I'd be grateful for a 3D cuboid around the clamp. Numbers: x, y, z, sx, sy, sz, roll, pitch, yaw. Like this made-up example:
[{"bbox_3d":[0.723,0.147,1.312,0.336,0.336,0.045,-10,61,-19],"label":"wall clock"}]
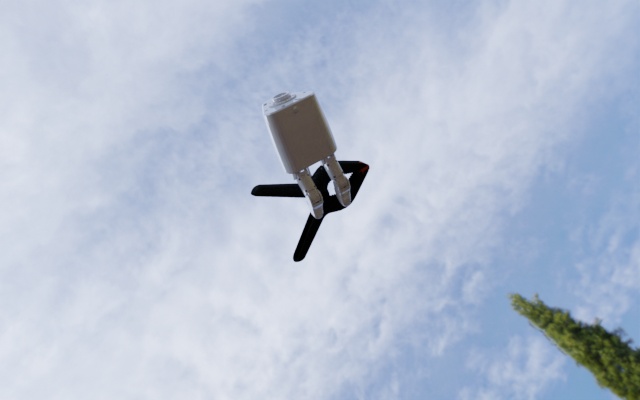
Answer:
[{"bbox_3d":[0.000,0.002,0.839,0.210,0.165,0.036,-29,28,-15],"label":"clamp"}]
